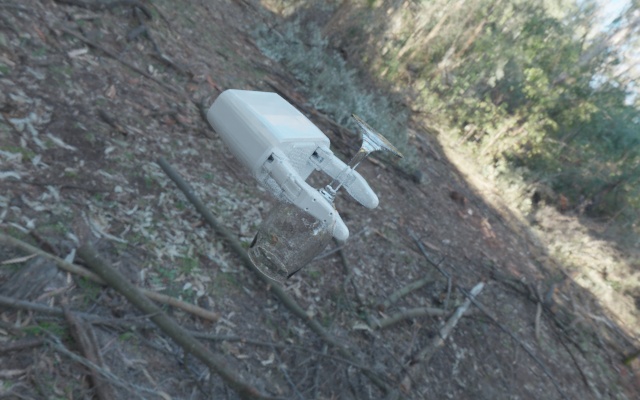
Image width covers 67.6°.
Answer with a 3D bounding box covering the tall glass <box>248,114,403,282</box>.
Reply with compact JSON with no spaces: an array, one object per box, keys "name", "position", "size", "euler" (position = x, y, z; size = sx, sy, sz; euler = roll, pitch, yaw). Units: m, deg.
[{"name":"tall glass","position":[0.001,0.001,0.547],"size":[0.079,0.201,0.079],"euler":[37,14,-11]}]
